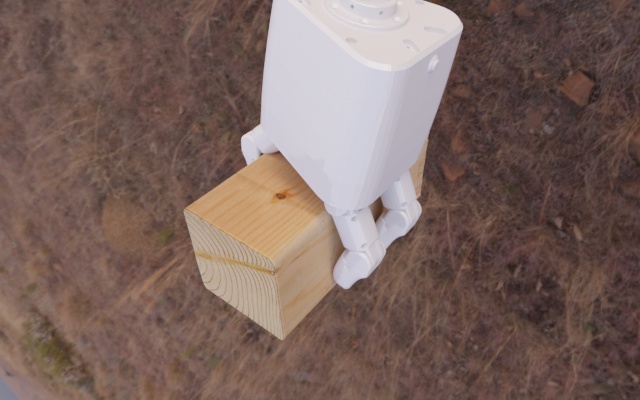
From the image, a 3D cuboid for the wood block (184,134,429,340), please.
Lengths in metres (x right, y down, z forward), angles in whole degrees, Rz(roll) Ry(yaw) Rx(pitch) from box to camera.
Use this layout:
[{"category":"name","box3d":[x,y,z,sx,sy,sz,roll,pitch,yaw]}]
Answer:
[{"category":"wood block","box3d":[0.000,0.001,0.407,0.091,0.090,0.206,26,48,29]}]
